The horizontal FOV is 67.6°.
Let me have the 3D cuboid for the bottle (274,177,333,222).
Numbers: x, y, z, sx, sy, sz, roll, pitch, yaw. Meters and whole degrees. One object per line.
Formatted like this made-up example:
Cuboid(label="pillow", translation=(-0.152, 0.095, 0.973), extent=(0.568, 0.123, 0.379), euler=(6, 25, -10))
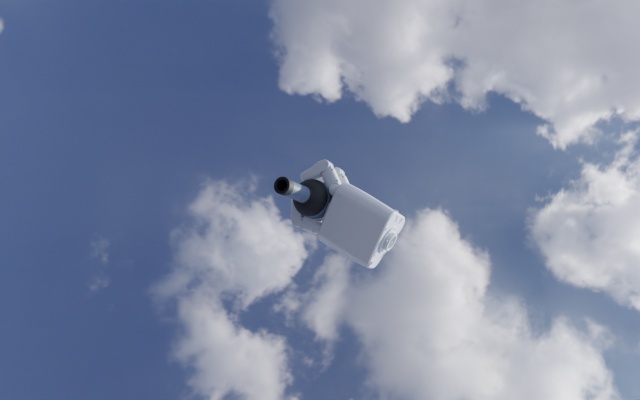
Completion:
Cuboid(label="bottle", translation=(0.000, 0.003, 0.851), extent=(0.069, 0.069, 0.296), euler=(0, -10, 24))
